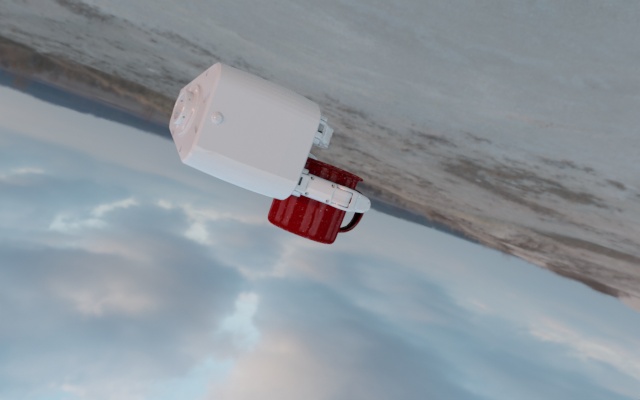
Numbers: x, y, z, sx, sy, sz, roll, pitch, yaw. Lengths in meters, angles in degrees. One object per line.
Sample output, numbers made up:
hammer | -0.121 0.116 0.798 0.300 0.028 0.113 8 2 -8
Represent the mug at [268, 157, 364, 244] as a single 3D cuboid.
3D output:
mug | 0.001 0.002 0.543 0.117 0.081 0.093 20 1 -33
